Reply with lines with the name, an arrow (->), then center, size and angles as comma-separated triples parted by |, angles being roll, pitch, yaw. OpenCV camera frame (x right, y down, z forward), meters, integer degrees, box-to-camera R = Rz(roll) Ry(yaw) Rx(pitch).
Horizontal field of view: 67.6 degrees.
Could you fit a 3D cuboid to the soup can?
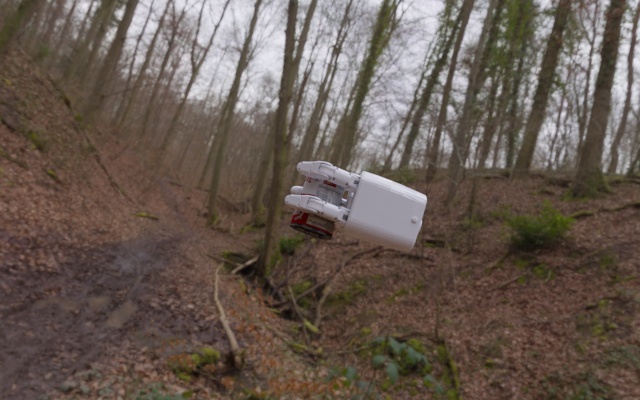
soup can -> 0.000, 0.002, 0.745 | 0.068, 0.102, 0.068 | 18, -11, 4
